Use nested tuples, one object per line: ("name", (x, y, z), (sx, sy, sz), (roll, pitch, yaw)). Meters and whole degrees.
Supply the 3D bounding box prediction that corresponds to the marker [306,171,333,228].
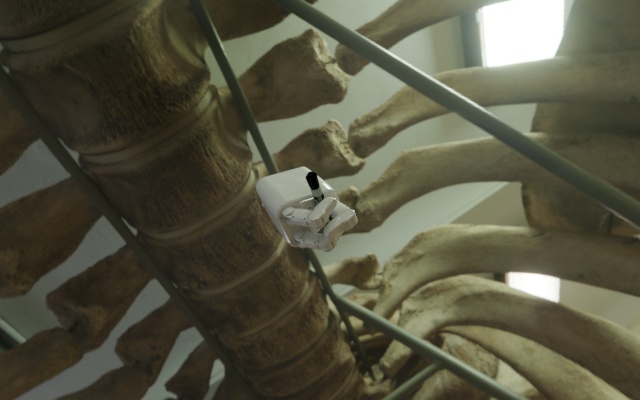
("marker", (0.000, 0.003, 0.770), (0.020, 0.121, 0.020), (-12, 39, 10))
